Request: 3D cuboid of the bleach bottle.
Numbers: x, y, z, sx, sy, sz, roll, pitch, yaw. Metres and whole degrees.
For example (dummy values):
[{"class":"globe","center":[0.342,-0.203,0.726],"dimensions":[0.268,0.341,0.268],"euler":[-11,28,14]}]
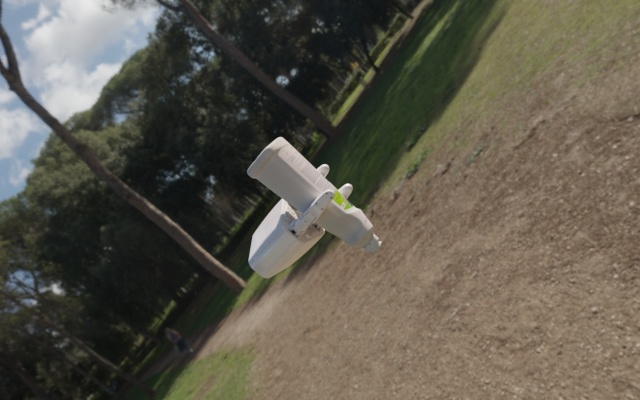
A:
[{"class":"bleach bottle","center":[0.000,0.003,0.806],"dimensions":[0.251,0.068,0.102],"euler":[41,24,-5]}]
